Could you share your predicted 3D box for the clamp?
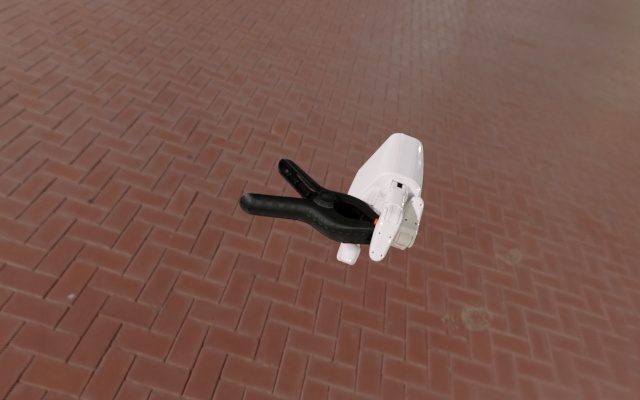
[{"bbox_3d":[0.000,0.002,0.577,0.171,0.039,0.120,21,40,0],"label":"clamp"}]
